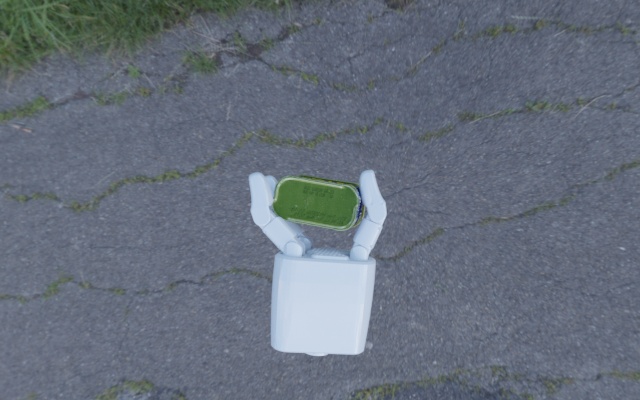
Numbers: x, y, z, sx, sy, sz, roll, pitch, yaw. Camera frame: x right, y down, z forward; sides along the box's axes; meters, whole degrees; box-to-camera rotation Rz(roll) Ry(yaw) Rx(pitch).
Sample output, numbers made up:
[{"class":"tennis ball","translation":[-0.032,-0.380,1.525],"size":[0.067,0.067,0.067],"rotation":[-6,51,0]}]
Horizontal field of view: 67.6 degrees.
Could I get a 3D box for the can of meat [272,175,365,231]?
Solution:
[{"class":"can of meat","translation":[0.000,0.002,0.565],"size":[0.102,0.057,0.084],"rotation":[10,3,9]}]
